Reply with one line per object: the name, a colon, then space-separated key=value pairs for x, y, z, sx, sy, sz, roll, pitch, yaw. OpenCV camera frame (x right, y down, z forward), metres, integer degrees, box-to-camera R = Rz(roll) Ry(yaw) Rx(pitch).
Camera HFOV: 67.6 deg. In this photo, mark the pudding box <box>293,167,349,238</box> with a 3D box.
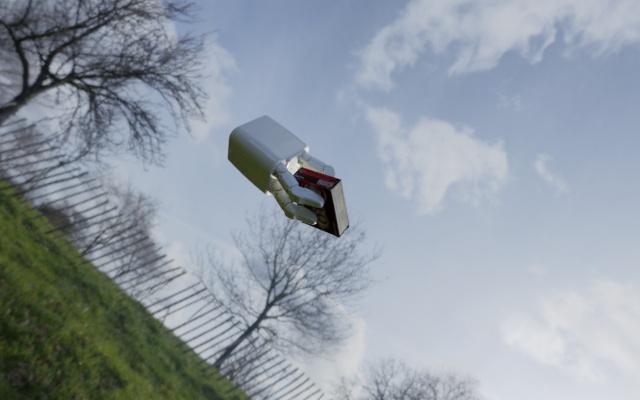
pudding box: x=0.000 y=0.003 z=0.846 sx=0.090 sy=0.114 sz=0.039 roll=21 pitch=51 yaw=35
